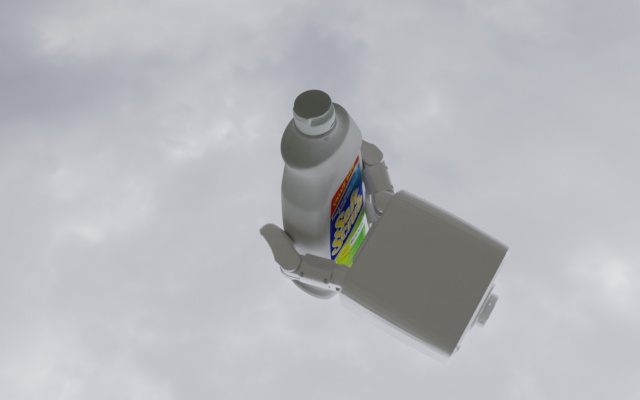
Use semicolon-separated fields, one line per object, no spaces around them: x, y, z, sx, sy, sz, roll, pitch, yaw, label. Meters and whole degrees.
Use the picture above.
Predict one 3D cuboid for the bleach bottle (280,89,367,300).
0.000;0.001;0.449;0.068;0.102;0.251;28;-25;21;bleach bottle
